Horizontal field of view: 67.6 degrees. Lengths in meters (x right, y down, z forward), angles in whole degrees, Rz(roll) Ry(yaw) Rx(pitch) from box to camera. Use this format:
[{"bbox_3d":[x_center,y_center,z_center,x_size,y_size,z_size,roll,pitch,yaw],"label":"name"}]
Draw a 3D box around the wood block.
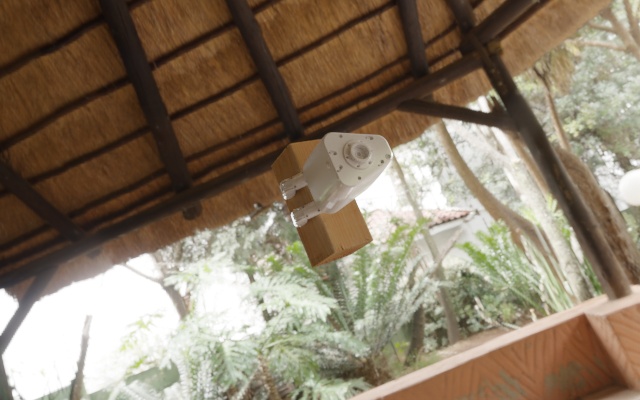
[{"bbox_3d":[0.001,0.002,0.860,0.091,0.206,0.090,-13,-17,-33],"label":"wood block"}]
